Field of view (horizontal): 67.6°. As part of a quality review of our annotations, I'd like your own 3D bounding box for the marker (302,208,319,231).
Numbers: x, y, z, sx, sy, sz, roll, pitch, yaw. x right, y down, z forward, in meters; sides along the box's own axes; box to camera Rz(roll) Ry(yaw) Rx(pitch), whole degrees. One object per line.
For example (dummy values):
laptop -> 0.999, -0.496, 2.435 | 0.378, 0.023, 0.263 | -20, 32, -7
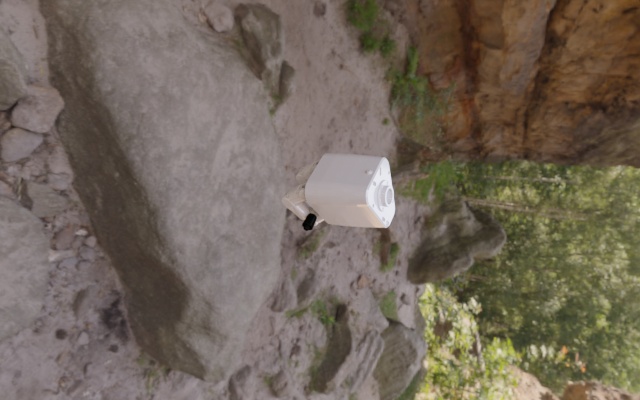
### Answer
marker -> 0.000, 0.003, 0.803 | 0.020, 0.121, 0.020 | 19, -36, 14
